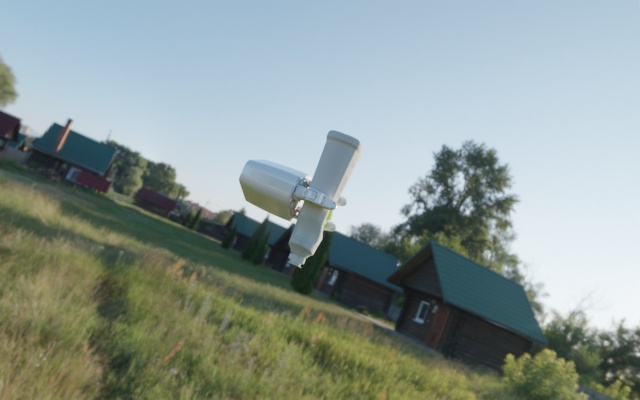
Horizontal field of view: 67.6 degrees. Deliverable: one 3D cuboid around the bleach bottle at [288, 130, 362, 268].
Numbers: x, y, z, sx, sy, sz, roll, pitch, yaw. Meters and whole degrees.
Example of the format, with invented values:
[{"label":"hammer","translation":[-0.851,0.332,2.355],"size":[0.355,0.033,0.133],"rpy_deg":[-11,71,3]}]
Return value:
[{"label":"bleach bottle","translation":[0.000,0.003,0.884],"size":[0.068,0.251,0.102],"rpy_deg":[22,-8,11]}]
